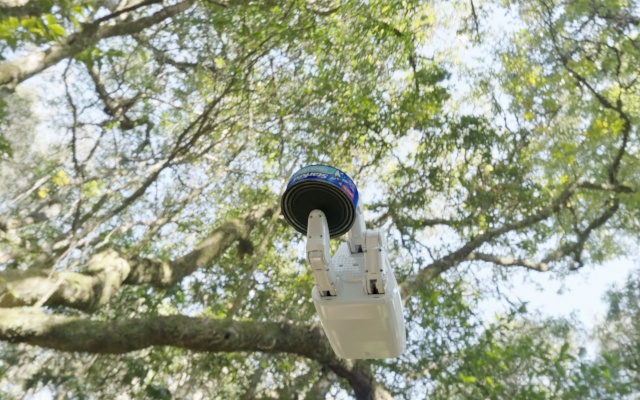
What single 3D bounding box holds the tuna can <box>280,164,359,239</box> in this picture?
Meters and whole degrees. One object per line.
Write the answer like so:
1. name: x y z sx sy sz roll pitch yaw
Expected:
1. tuna can: 0.000 0.001 0.540 0.086 0.086 0.033 0 39 15
